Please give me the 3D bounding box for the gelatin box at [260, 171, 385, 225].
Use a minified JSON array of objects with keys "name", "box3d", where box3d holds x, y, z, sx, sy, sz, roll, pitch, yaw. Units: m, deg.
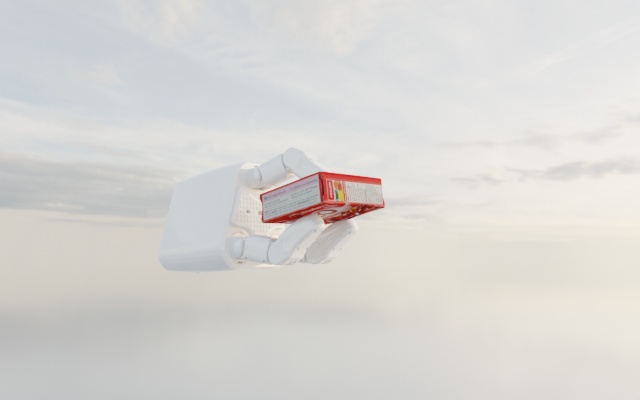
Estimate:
[{"name":"gelatin box","box3d":[0.000,0.001,0.425,0.073,0.030,0.089,4,-16,-41]}]
